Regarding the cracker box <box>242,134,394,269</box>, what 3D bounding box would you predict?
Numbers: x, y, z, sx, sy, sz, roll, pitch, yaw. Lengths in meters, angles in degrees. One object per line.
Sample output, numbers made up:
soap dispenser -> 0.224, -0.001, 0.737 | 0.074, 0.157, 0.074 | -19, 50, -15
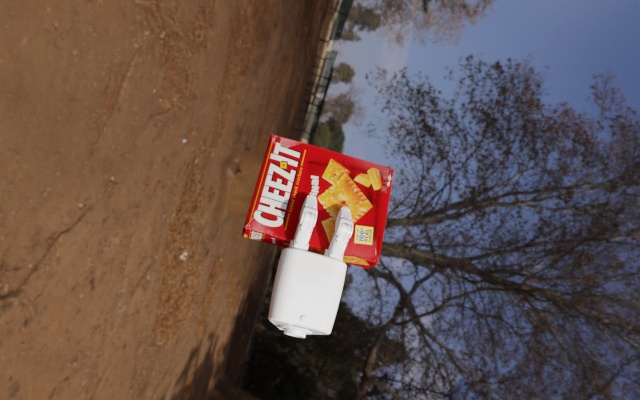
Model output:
cracker box -> 0.000, 0.003, 0.766 | 0.214, 0.164, 0.072 | 16, -19, -7
